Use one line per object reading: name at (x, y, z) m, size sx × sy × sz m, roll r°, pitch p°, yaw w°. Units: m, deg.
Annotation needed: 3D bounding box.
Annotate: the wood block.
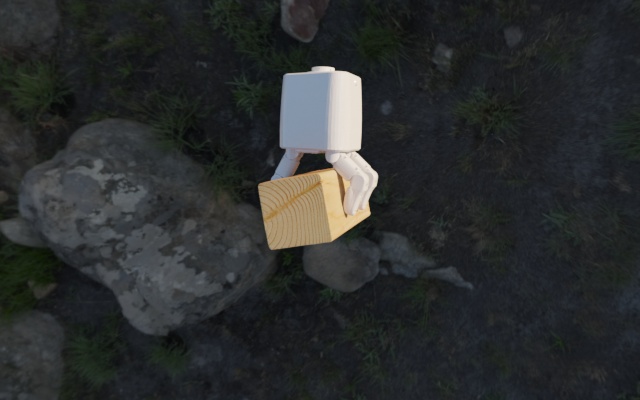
wood block at (0.000, 0.002, 0.701) m, size 0.091 × 0.090 × 0.206 m, roll -9°, pitch 4°, yaw 21°
